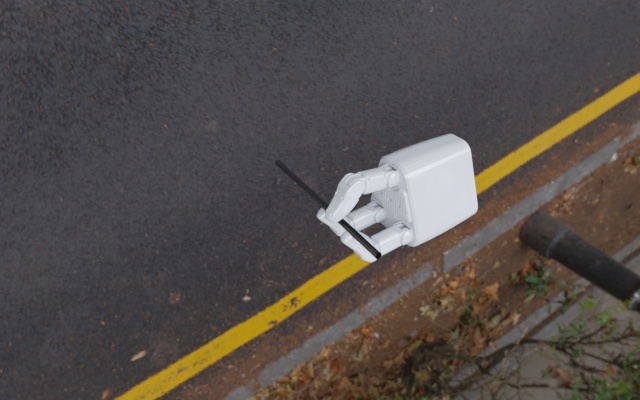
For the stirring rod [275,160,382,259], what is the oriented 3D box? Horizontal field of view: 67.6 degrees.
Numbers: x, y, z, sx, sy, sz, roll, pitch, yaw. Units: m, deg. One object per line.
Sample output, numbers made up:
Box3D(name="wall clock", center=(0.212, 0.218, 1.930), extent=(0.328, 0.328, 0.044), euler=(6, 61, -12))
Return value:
Box3D(name="stirring rod", center=(0.000, 0.002, 0.586), extent=(0.011, 0.011, 0.239), euler=(0, 28, -35))
